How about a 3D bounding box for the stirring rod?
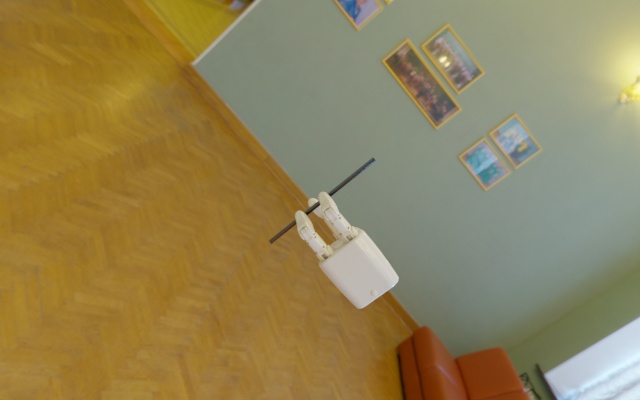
[{"bbox_3d":[0.000,0.003,0.839,0.239,0.011,0.011,-39,-11,14],"label":"stirring rod"}]
